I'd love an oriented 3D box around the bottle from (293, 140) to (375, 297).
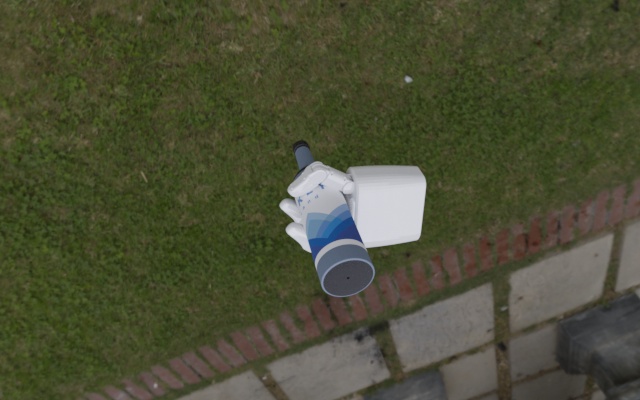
[{"bbox_3d":[0.000,0.002,0.678,0.069,0.069,0.295,0,38,-17],"label":"bottle"}]
